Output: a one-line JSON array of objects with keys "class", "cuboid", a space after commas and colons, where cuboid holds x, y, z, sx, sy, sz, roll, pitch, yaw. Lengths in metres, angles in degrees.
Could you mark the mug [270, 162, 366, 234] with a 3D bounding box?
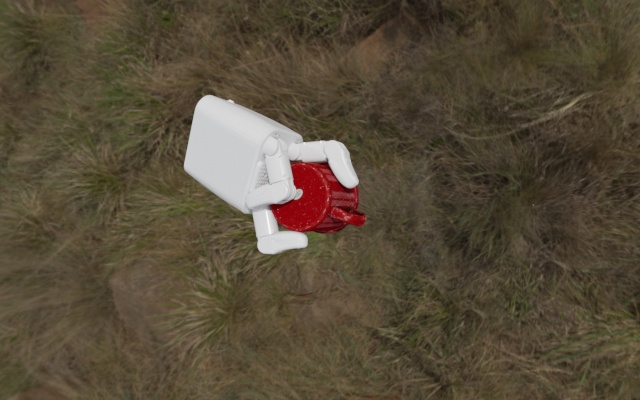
[{"class": "mug", "cuboid": [0.001, 0.003, 0.576, 0.117, 0.093, 0.081, 29, 11, 22]}]
